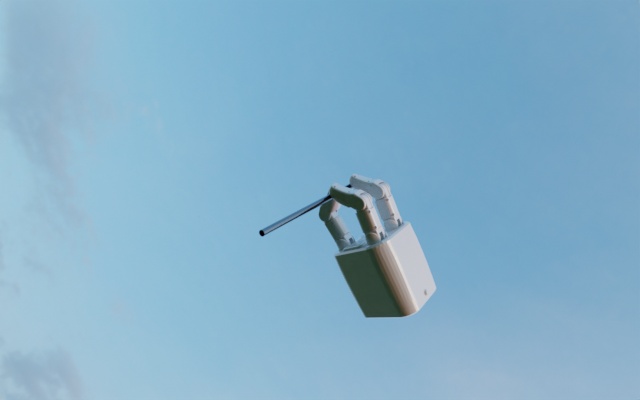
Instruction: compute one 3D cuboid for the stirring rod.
[{"bbox_3d":[0.000,0.002,0.627,0.011,0.011,0.239,0,17,35],"label":"stirring rod"}]
